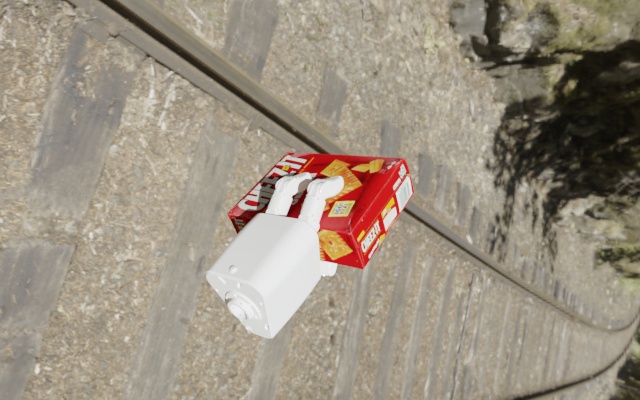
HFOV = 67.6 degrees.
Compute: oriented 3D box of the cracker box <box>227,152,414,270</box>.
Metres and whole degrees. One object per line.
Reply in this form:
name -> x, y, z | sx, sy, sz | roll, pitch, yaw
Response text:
cracker box -> 0.000, 0.002, 0.678 | 0.213, 0.072, 0.164 | 7, 42, 35
